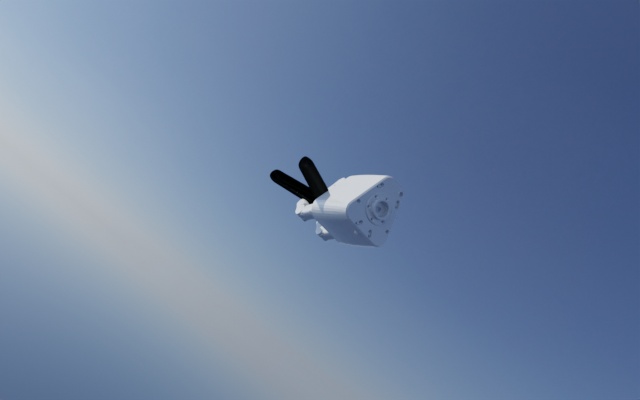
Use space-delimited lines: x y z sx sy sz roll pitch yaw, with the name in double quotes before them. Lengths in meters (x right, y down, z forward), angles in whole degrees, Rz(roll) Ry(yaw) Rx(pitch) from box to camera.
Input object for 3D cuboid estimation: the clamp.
"clamp" 0.001 0.003 0.882 0.210 0.036 0.164 46 -20 -21
